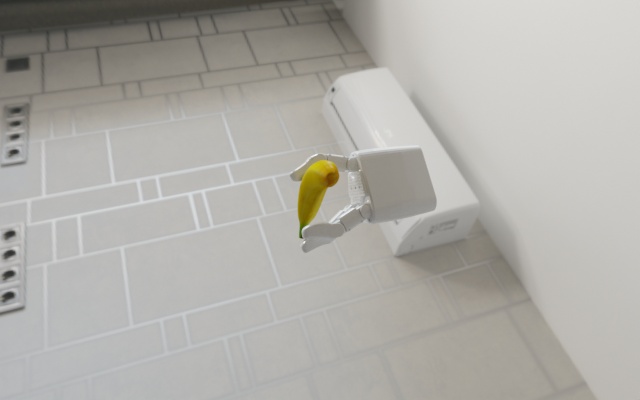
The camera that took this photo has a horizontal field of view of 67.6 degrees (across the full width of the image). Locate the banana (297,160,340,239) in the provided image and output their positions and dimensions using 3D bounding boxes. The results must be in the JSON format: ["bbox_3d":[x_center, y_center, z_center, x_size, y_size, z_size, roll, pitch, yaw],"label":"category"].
[{"bbox_3d":[-0.004,-0.013,0.661,0.037,0.069,0.198,-6,-24,-14],"label":"banana"}]
